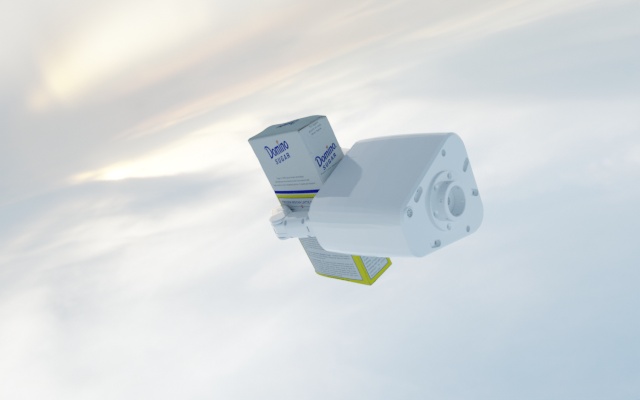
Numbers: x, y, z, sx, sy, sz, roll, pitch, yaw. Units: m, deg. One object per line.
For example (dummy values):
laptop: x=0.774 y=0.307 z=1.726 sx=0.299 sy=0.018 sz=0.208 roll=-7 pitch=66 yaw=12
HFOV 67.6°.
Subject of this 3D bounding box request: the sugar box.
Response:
sugar box: x=0.001 y=0.001 z=0.497 sx=0.048 sy=0.176 sz=0.093 roll=-36 pitch=22 yaw=-34
